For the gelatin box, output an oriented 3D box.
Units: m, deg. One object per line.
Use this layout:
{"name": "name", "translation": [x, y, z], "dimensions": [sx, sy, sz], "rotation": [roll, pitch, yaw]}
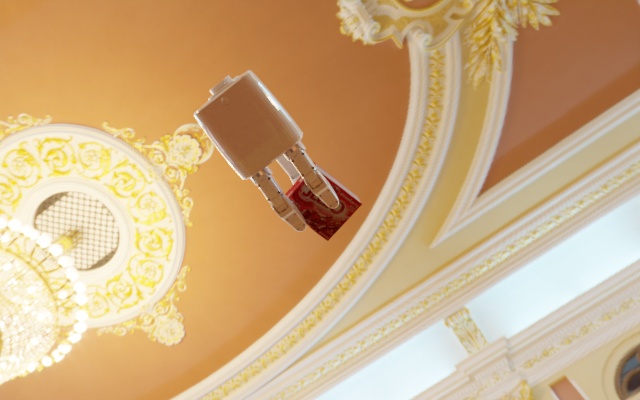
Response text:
{"name": "gelatin box", "translation": [0.000, 0.002, 0.661], "dimensions": [0.089, 0.073, 0.030], "rotation": [37, 14, -20]}
